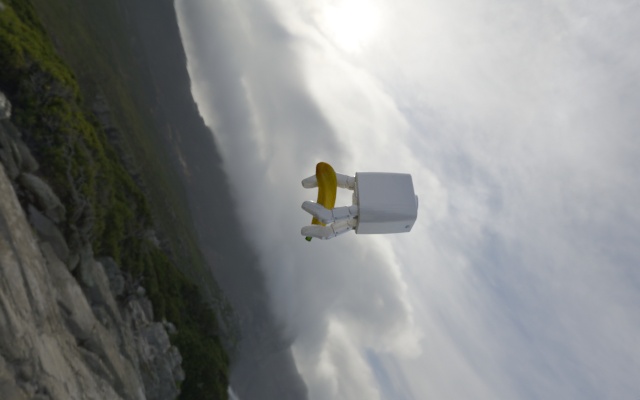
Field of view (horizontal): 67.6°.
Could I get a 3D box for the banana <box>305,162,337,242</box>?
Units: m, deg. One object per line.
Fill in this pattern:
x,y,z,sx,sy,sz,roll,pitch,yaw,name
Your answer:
0.007,-0.006,0.887,0.037,0.198,0.069,19,45,12,banana
